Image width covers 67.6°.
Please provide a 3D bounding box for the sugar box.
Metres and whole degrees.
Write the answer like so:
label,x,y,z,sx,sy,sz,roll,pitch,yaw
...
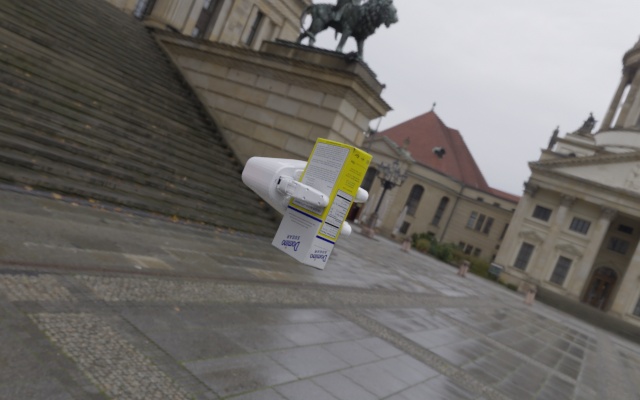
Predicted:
label,x,y,z,sx,sy,sz,roll,pitch,yaw
sugar box,0.000,0.002,0.689,0.048,0.176,0.093,22,1,-37
